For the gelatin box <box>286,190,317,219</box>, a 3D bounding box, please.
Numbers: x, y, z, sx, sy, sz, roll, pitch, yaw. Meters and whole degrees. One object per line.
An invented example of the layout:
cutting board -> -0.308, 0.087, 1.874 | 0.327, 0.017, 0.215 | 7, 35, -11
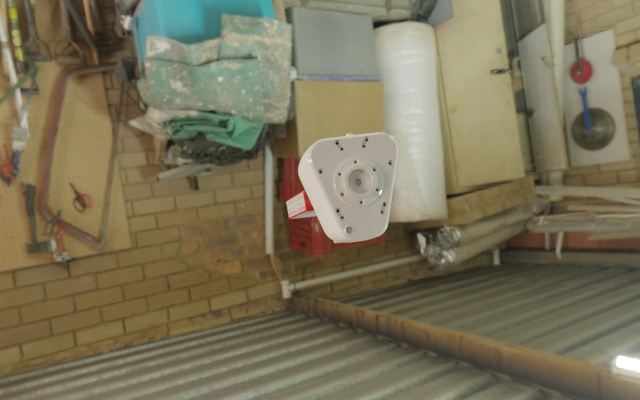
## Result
gelatin box -> 0.000, 0.003, 0.654 | 0.073, 0.030, 0.089 | -7, -8, -20
